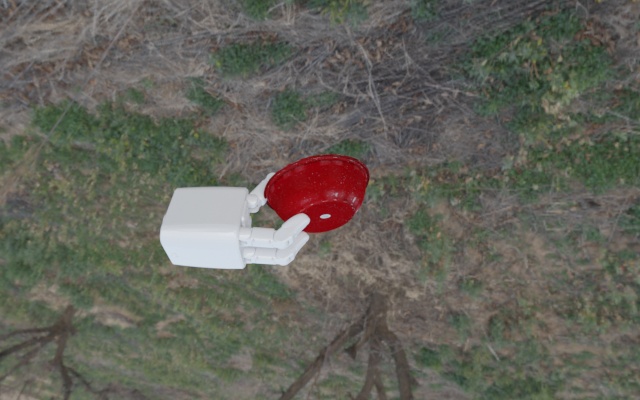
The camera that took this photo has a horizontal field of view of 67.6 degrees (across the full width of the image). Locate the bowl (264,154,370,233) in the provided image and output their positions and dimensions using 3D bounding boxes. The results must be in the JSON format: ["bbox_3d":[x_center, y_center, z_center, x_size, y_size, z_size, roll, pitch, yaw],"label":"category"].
[{"bbox_3d":[0.001,0.002,0.700,0.162,0.055,0.162,-10,-31,-6],"label":"bowl"}]
